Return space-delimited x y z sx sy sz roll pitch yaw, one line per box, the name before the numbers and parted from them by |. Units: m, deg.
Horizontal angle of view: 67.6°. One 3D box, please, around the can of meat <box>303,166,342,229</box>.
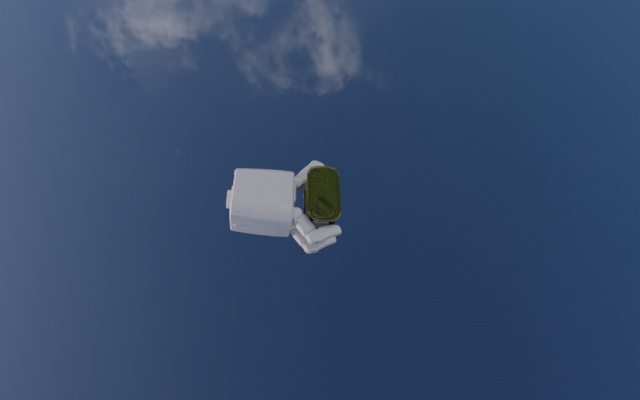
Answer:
can of meat | 0.000 0.003 0.849 0.057 0.102 0.084 1 -23 -9
